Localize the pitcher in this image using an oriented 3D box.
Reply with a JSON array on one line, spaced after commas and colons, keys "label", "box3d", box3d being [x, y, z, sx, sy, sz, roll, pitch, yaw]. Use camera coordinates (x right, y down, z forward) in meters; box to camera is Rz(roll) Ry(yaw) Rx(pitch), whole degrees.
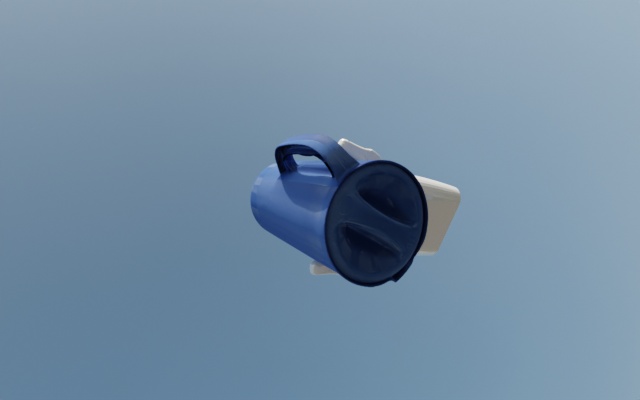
[{"label": "pitcher", "box3d": [0.000, 0.002, 0.587, 0.145, 0.149, 0.243, 7, 4, -31]}]
